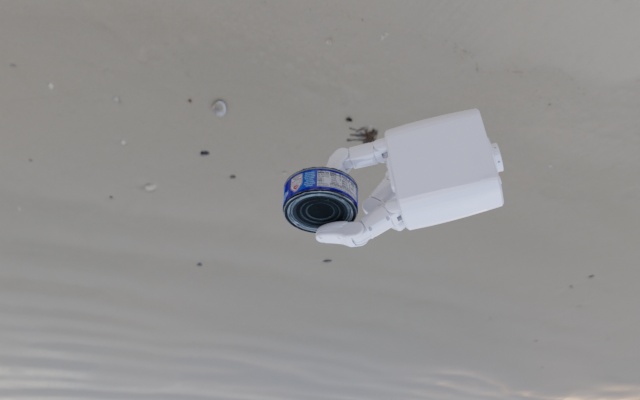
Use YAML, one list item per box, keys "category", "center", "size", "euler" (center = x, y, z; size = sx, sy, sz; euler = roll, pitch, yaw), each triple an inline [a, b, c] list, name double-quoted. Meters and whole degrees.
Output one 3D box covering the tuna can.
- category: "tuna can"
  center: [0.000, 0.002, 0.540]
  size: [0.086, 0.033, 0.086]
  euler: [1, -37, 1]
